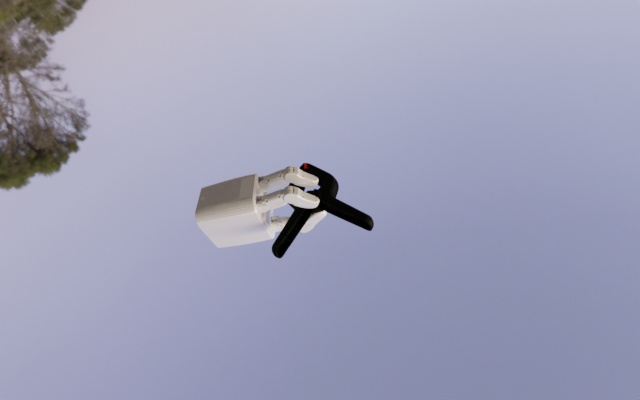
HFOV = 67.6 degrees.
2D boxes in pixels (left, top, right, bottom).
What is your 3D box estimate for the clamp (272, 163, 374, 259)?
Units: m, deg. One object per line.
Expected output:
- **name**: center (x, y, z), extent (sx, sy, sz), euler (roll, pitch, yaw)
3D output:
- **clamp**: center (0.000, 0.003, 0.810), extent (0.164, 0.036, 0.209), euler (-12, 40, 7)
